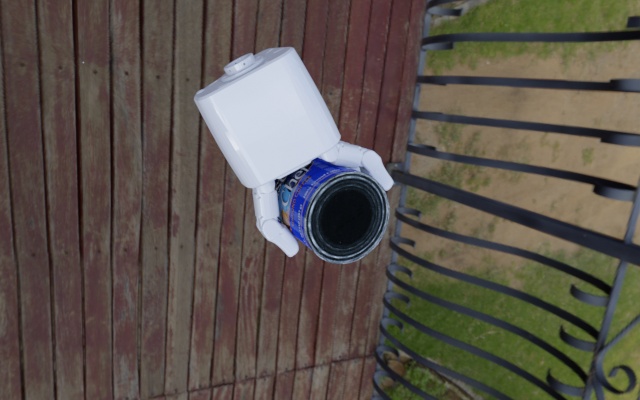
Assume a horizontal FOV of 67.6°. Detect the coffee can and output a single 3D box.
[{"bbox_3d":[0.000,0.002,0.562,0.103,0.103,0.140,0,14,-26],"label":"coffee can"}]
